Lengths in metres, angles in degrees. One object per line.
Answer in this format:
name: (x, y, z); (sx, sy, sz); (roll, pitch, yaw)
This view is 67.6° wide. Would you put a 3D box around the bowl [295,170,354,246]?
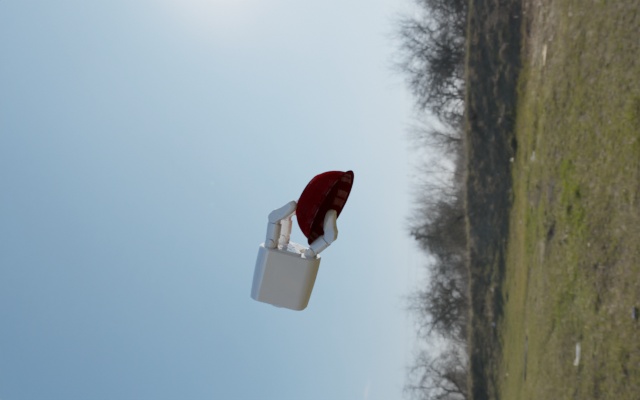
bowl: (0.000, 0.002, 0.900); (0.055, 0.162, 0.162); (30, 9, 16)
